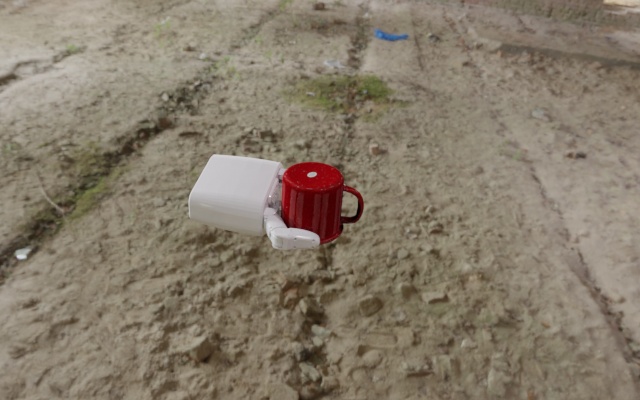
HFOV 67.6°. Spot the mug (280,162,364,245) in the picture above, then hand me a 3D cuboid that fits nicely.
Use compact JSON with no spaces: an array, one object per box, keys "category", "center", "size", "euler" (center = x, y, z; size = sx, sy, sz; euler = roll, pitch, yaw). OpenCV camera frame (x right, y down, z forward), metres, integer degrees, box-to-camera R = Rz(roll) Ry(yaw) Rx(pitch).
[{"category":"mug","center":[0.002,0.002,0.642],"size":[0.117,0.081,0.093],"euler":[8,32,6]}]
